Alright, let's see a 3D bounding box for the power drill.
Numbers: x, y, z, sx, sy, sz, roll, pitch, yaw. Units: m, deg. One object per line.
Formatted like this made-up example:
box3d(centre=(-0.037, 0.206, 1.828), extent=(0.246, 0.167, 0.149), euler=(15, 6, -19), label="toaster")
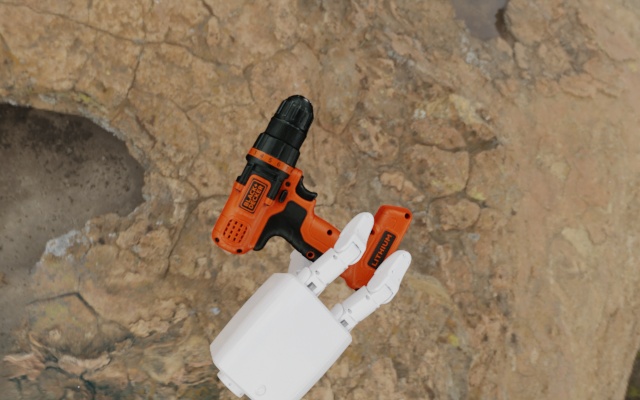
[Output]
box3d(centre=(0.000, 0.002, 0.519), extent=(0.187, 0.184, 0.057), euler=(27, 1, -4), label="power drill")
